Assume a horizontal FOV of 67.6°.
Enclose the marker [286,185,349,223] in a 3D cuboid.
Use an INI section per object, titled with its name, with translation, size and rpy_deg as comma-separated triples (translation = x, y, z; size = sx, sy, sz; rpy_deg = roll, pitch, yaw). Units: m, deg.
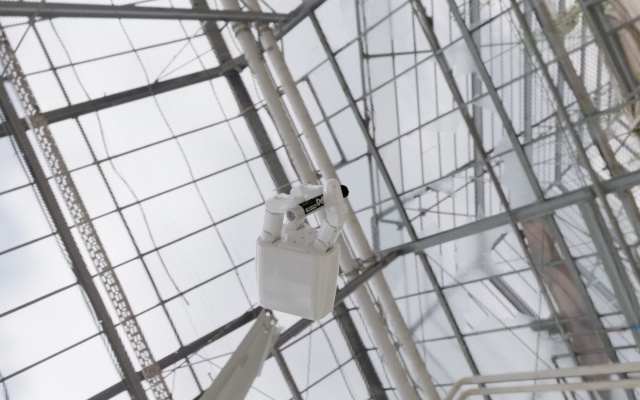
[marker]
translation = 0.000, 0.002, 0.624
size = 0.020, 0.020, 0.121
rpy_deg = 0, 16, 38
